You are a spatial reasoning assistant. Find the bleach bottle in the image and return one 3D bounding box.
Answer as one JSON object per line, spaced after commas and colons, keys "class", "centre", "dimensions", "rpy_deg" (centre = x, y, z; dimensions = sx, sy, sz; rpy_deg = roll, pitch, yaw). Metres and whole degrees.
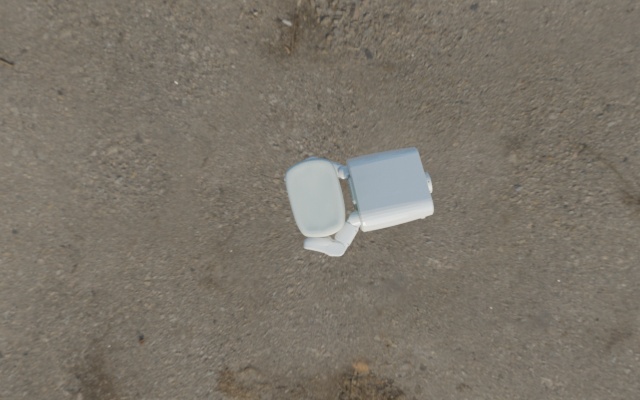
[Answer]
{"class": "bleach bottle", "centre": [0.000, 0.002, 0.725], "dimensions": [0.068, 0.102, 0.251], "rpy_deg": [-14, -3, 2]}
